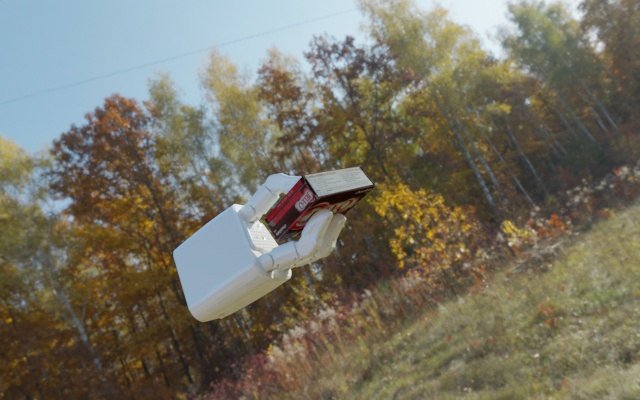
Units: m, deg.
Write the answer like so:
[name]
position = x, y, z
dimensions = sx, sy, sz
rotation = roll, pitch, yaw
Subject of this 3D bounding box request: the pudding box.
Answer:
[pudding box]
position = 0.000, 0.002, 0.580
dimensions = 0.113, 0.039, 0.090
rotation = -16, -22, -49
